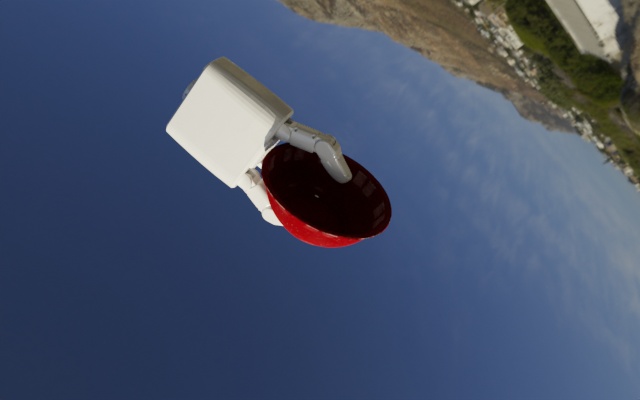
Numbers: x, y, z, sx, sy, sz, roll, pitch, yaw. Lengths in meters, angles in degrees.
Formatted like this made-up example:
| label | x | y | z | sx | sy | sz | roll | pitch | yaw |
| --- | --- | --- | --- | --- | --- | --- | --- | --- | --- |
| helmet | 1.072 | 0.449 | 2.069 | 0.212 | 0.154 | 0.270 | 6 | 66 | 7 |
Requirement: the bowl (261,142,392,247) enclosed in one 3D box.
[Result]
| label | x | y | z | sx | sy | sz | roll | pitch | yaw |
| --- | --- | --- | --- | --- | --- | --- | --- | --- | --- |
| bowl | 0.001 | 0.003 | 0.561 | 0.162 | 0.055 | 0.162 | 18 | 37 | -14 |
